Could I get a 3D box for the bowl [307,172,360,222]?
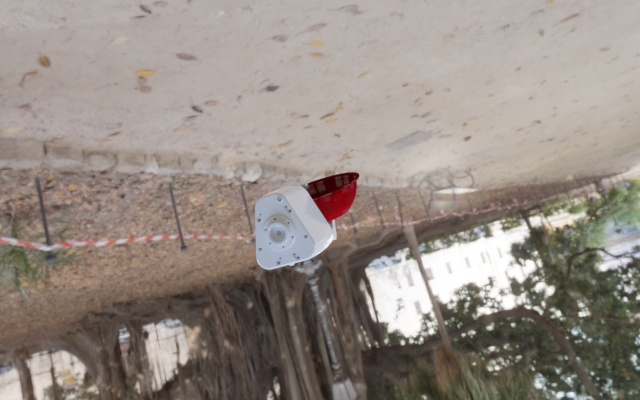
[{"bbox_3d":[0.001,0.003,0.849,0.162,0.055,0.162,-19,13,4],"label":"bowl"}]
